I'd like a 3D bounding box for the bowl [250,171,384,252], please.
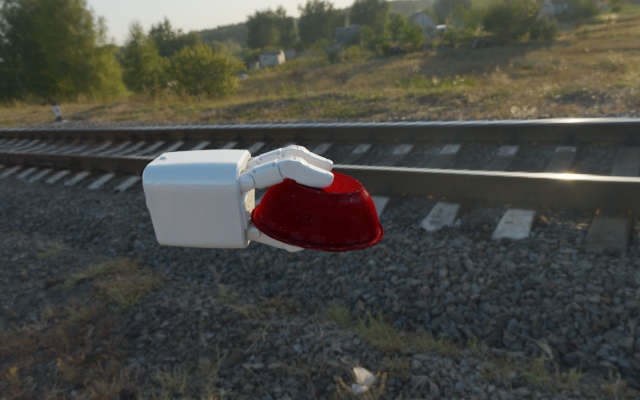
[{"bbox_3d":[0.001,0.001,0.566,0.162,0.055,0.162,8,19,-3],"label":"bowl"}]
